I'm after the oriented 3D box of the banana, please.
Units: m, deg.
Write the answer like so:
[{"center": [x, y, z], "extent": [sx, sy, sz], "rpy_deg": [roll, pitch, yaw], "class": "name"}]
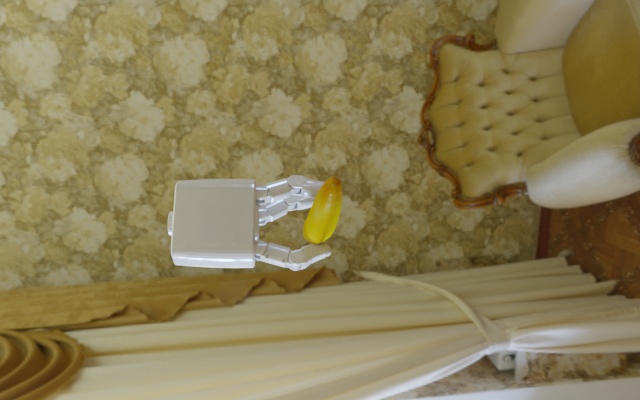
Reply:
[{"center": [-0.001, 0.021, 0.621], "extent": [0.037, 0.069, 0.198], "rpy_deg": [4, -9, -6], "class": "banana"}]
